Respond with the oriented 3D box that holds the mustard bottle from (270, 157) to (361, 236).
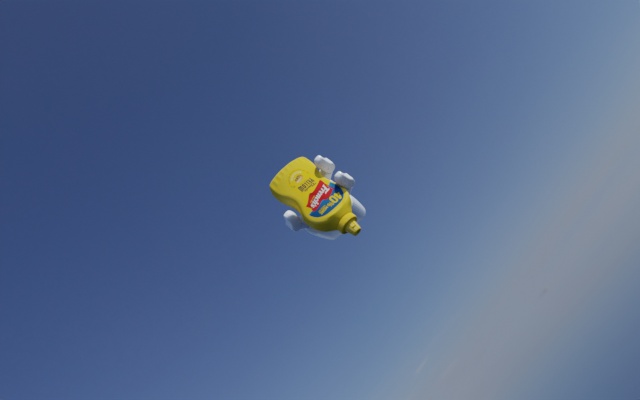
[{"bbox_3d":[0.000,0.003,0.892,0.191,0.096,0.058,39,-20,26],"label":"mustard bottle"}]
